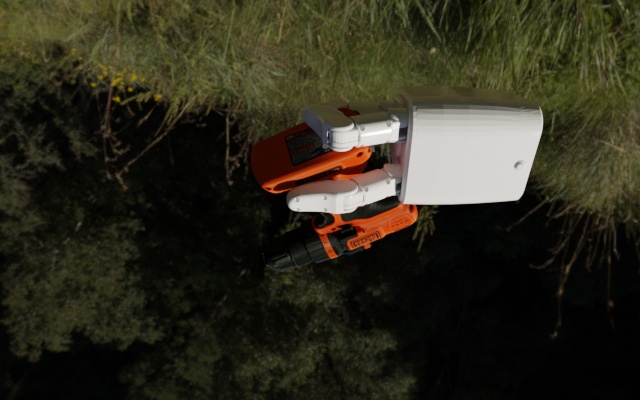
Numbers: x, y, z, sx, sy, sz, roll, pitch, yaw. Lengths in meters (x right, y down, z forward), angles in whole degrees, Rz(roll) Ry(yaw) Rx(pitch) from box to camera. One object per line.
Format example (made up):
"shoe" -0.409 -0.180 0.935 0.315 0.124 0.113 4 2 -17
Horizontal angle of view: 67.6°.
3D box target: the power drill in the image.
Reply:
"power drill" 0.000 0.001 0.487 0.184 0.057 0.188 -23 -33 5
